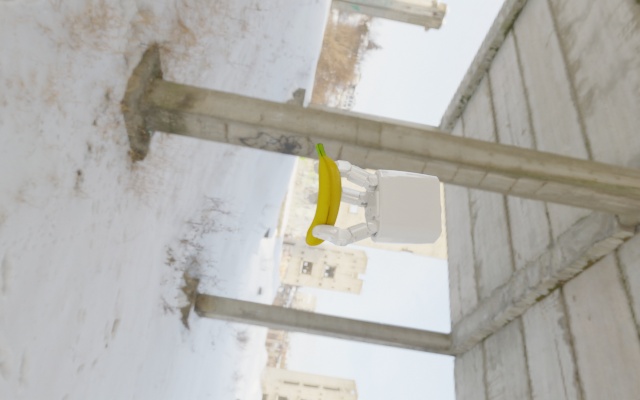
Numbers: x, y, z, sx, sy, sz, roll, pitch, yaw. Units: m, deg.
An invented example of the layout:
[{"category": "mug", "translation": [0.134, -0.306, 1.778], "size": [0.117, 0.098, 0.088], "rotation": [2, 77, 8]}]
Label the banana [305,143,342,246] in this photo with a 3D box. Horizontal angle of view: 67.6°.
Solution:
[{"category": "banana", "translation": [0.005, 0.010, 0.762], "size": [0.037, 0.198, 0.069], "rotation": [-3, 36, -17]}]
